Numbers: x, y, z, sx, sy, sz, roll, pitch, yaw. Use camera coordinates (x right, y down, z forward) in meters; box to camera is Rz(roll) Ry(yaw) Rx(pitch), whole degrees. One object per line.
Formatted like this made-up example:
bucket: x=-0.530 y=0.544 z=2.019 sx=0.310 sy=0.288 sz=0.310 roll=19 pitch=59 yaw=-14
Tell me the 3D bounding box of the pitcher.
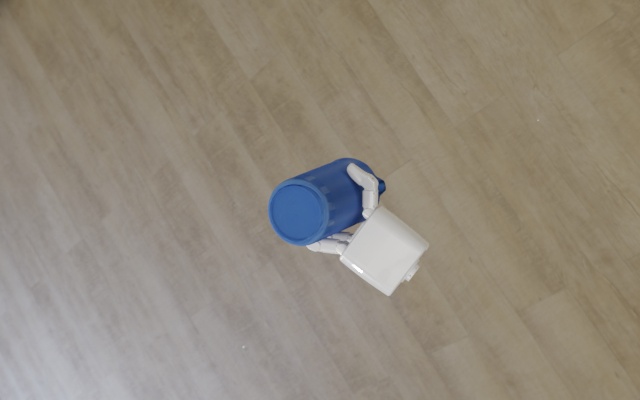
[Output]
pitcher: x=0.000 y=0.003 z=0.844 sx=0.145 sy=0.149 sz=0.243 roll=38 pitch=22 yaw=14
